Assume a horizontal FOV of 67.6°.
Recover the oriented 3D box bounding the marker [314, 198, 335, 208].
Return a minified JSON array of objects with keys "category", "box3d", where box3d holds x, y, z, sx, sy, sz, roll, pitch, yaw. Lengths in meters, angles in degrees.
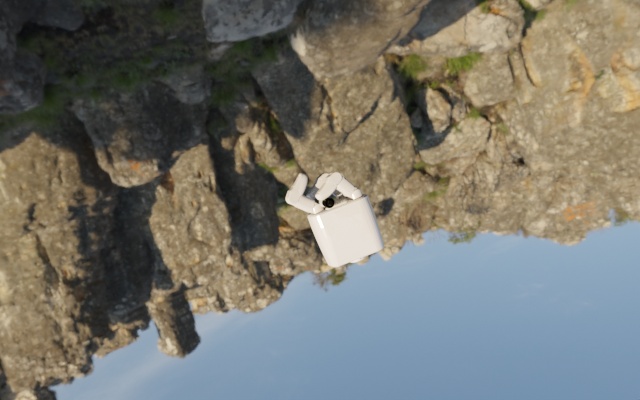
[{"category":"marker","box3d":[0.000,0.003,0.887,0.020,0.020,0.121,0,2,-18]}]
